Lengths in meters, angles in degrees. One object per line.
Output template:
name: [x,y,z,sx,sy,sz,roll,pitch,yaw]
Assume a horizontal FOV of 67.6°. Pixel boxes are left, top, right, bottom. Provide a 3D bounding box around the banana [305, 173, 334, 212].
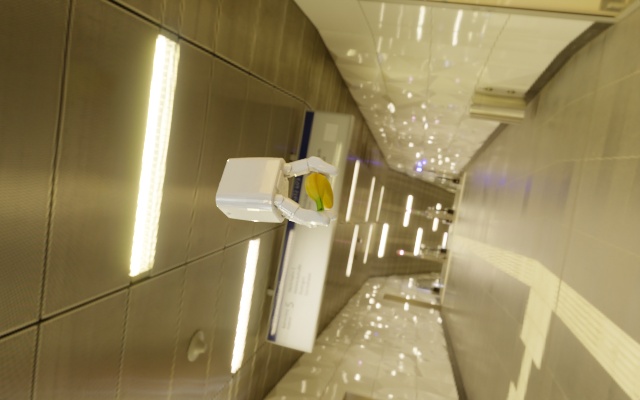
banana: [-0.002,-0.016,0.878,0.037,0.069,0.198,-5,0,8]
